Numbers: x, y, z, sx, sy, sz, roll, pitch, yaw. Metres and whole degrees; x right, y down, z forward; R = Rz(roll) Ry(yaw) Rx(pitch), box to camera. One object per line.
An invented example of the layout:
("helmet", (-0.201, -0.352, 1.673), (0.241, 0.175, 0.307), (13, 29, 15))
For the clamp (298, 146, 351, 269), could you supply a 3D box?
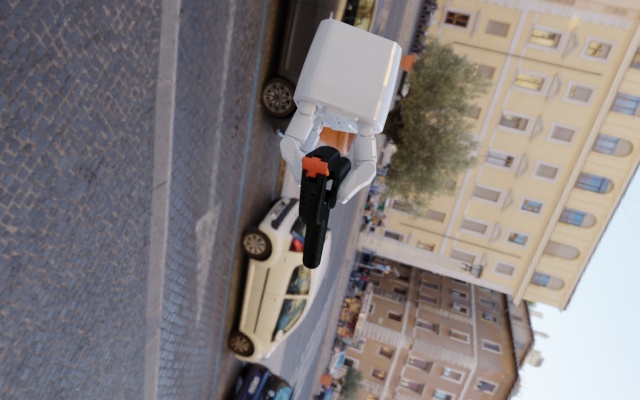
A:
("clamp", (0.001, 0.002, 0.580), (0.036, 0.164, 0.210), (15, -7, 9))
